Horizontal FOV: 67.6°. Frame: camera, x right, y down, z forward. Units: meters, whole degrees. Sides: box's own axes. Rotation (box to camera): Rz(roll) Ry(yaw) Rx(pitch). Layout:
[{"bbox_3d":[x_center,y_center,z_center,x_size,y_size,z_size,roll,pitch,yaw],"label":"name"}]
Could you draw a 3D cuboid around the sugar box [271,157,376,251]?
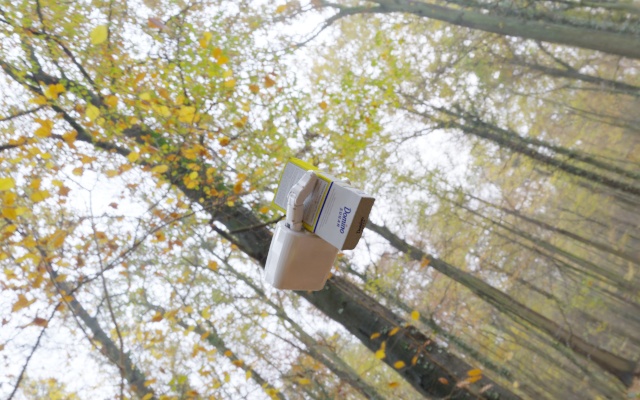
[{"bbox_3d":[0.000,0.003,0.784,0.176,0.093,0.048,30,16,36],"label":"sugar box"}]
